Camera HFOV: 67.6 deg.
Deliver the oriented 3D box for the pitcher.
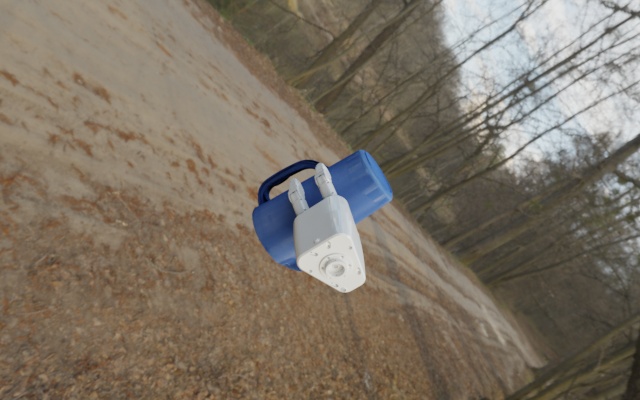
[{"bbox_3d":[0.000,0.003,0.883,0.243,0.149,0.145,-32,26,15],"label":"pitcher"}]
